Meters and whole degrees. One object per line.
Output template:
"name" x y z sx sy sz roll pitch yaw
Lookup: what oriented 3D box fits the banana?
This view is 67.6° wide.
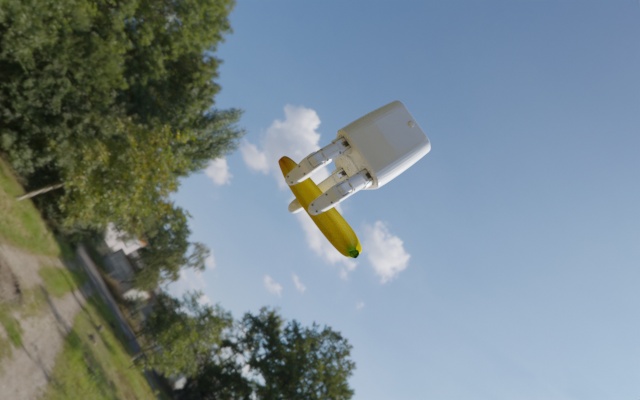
"banana" 0.004 0.014 0.678 0.037 0.197 0.070 -33 -30 -13
